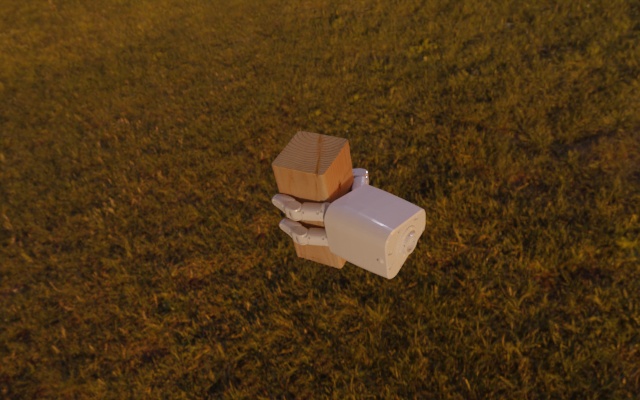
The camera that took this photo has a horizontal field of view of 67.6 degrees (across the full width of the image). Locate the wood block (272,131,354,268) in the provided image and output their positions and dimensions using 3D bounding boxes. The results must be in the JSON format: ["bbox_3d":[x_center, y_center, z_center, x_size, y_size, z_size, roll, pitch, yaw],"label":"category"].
[{"bbox_3d":[0.001,0.002,0.774,0.090,0.206,0.090,13,47,25],"label":"wood block"}]
